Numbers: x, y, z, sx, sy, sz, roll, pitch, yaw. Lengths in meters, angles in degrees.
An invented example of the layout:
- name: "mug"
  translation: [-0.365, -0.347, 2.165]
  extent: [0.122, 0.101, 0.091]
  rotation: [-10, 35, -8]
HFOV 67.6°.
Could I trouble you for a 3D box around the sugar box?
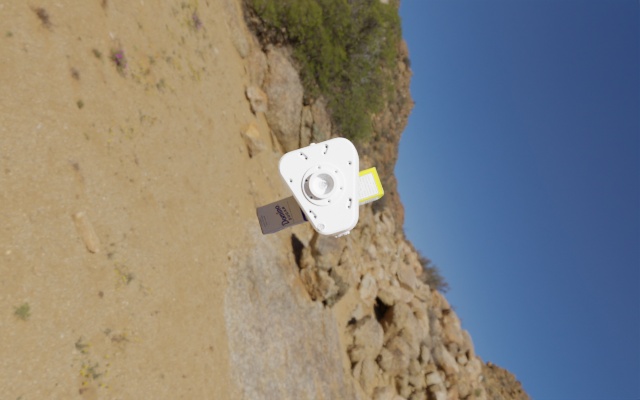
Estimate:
- name: "sugar box"
  translation: [0.000, 0.002, 0.695]
  extent: [0.176, 0.048, 0.093]
  rotation: [-17, -3, 3]
